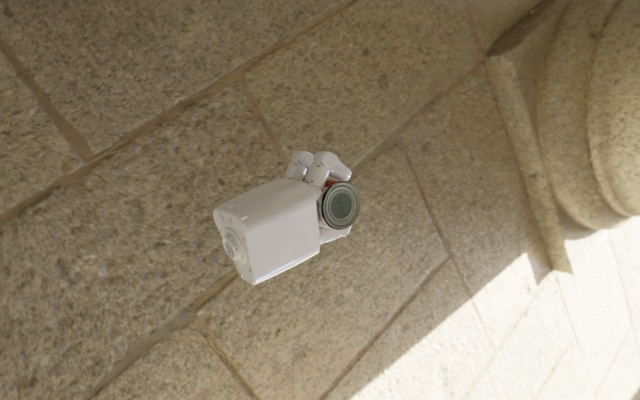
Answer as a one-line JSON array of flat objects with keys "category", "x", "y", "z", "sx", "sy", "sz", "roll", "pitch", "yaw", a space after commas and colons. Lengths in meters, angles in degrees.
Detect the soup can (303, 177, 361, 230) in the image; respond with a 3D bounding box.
[{"category": "soup can", "x": 0.001, "y": 0.002, "z": 0.678, "sx": 0.068, "sy": 0.068, "sz": 0.102, "roll": 0, "pitch": 5, "yaw": -35}]
